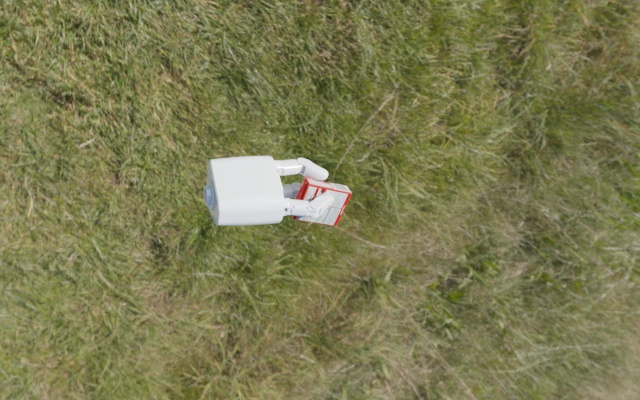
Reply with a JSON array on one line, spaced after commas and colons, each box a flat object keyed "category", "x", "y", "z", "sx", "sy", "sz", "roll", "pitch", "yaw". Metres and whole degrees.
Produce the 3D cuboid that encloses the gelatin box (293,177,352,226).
[{"category": "gelatin box", "x": 0.001, "y": 0.003, "z": 0.840, "sx": 0.089, "sy": 0.073, "sz": 0.030, "roll": 11, "pitch": 28, "yaw": -26}]
